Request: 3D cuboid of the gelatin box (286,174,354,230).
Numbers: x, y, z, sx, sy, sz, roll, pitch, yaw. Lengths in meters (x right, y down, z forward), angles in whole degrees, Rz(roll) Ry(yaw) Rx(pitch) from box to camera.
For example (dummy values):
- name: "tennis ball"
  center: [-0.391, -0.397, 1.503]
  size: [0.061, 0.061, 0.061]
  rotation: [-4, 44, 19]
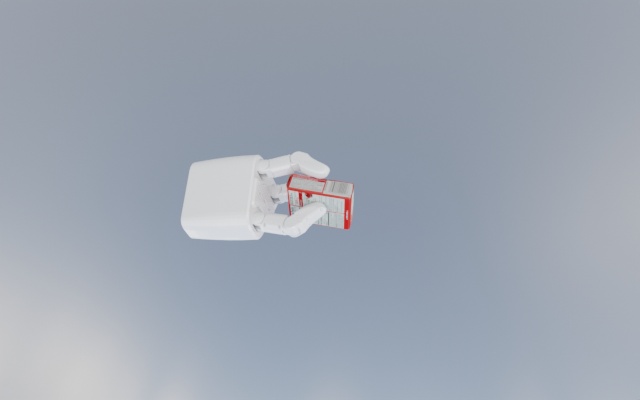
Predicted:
- name: "gelatin box"
  center: [0.000, 0.003, 0.656]
  size: [0.089, 0.030, 0.073]
  rotation: [9, -37, 9]
